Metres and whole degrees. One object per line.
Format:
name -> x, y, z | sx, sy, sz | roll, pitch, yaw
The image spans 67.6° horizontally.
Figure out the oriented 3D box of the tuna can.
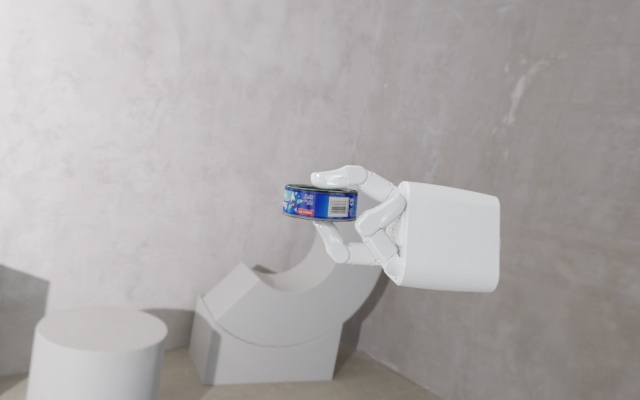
tuna can -> 0.000, 0.001, 0.548 | 0.086, 0.034, 0.086 | 5, 5, 0
